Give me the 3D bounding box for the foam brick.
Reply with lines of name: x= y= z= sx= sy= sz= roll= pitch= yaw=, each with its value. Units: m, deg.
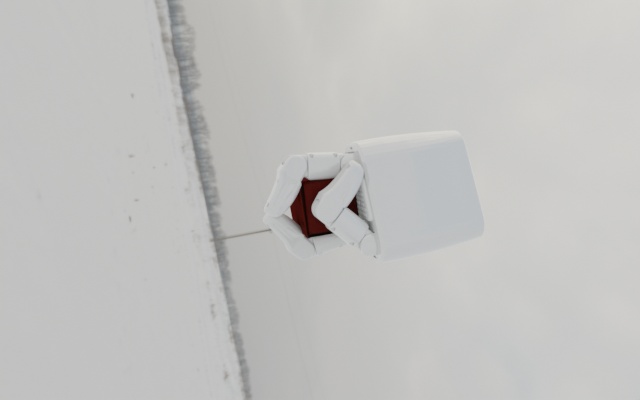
foam brick: x=0.000 y=0.001 z=0.472 sx=0.051 sy=0.053 sz=0.078 roll=-11 pitch=10 yaw=-12
